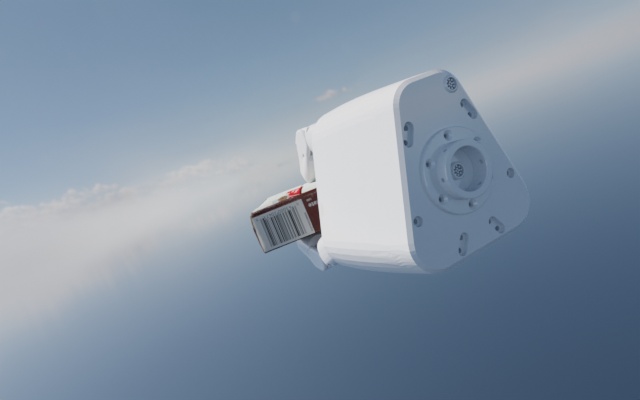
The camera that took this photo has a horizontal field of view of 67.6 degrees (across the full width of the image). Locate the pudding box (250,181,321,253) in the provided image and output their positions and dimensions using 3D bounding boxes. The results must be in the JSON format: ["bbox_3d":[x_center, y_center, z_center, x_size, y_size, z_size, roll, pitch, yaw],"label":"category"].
[{"bbox_3d":[0.000,0.001,0.428,0.113,0.039,0.090,-20,7,5],"label":"pudding box"}]
